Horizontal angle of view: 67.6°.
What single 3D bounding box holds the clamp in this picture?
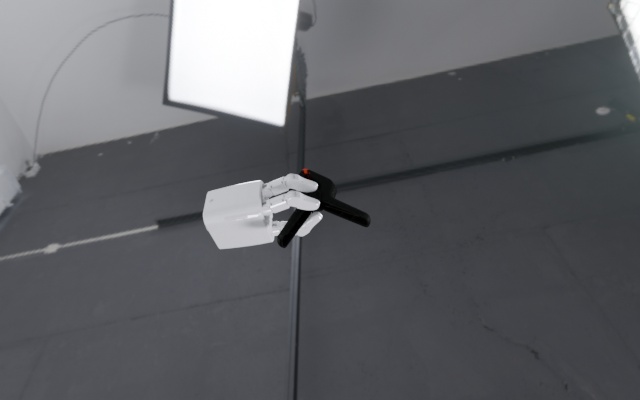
[{"bbox_3d":[0.000,0.003,0.891,0.164,0.036,0.209,-9,36,1],"label":"clamp"}]
